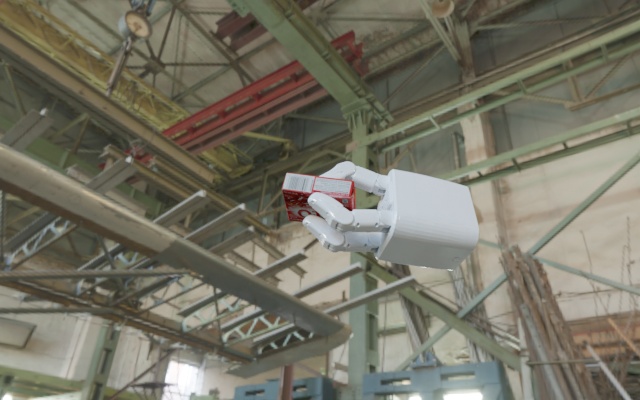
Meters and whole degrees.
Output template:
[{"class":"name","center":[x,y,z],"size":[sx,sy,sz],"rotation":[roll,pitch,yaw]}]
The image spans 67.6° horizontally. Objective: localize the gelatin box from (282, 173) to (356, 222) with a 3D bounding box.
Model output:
[{"class":"gelatin box","center":[0.000,0.002,0.608],"size":[0.089,0.030,0.073],"rotation":[8,-33,10]}]
